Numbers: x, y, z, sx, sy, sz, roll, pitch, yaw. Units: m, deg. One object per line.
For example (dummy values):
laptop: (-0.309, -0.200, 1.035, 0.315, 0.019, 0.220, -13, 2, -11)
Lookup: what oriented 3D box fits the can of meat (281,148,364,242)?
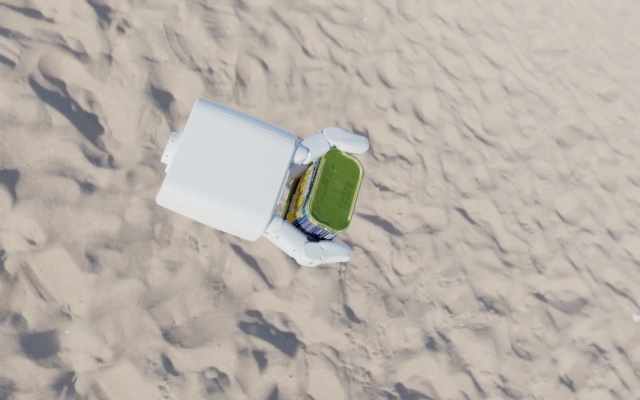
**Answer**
can of meat: (0.000, 0.002, 0.534, 0.057, 0.102, 0.084, 25, -30, -15)
